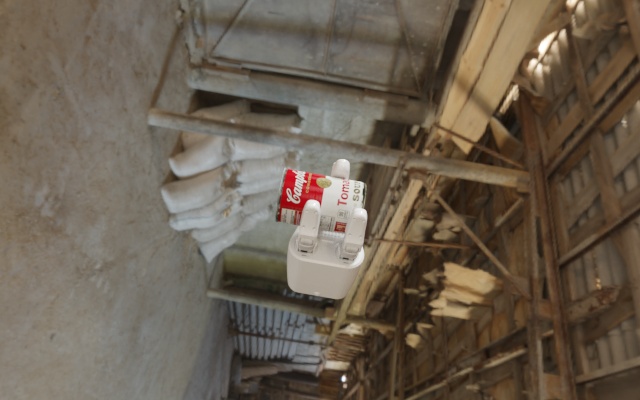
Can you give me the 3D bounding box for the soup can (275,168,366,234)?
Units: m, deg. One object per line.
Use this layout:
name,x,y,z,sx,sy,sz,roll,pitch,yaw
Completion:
soup can,0.000,0.002,0.591,0.102,0.068,0.068,10,0,0
